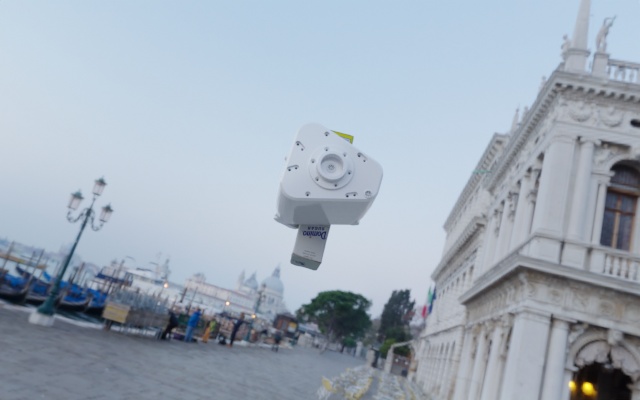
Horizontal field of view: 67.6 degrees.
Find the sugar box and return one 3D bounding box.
[{"bbox_3d":[0.000,0.002,0.652,0.048,0.176,0.093,17,-15,0],"label":"sugar box"}]
